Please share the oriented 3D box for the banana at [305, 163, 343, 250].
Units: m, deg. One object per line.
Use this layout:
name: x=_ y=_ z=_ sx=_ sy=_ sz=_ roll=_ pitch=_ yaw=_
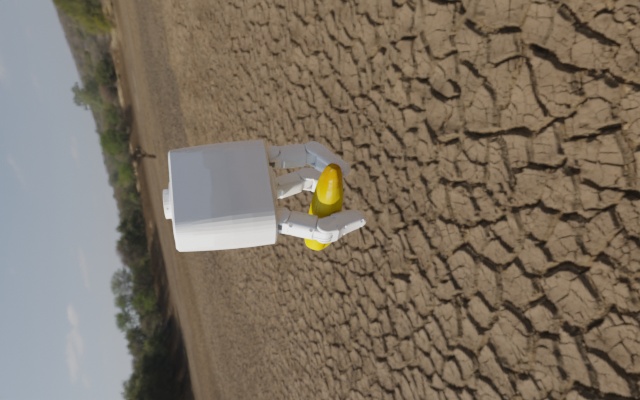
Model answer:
banana: x=0.001 y=0.021 z=0.584 sx=0.037 sy=0.069 sz=0.198 roll=0 pitch=-17 yaw=-6
